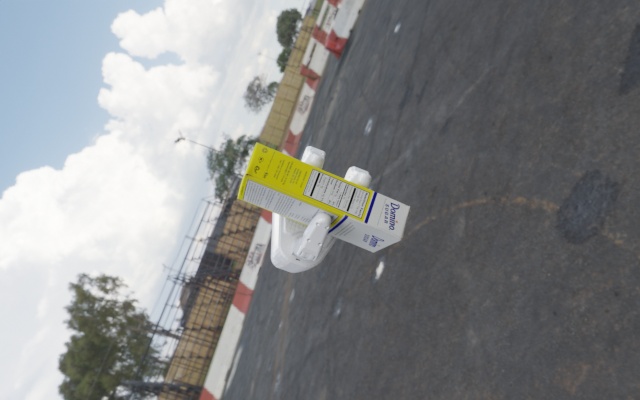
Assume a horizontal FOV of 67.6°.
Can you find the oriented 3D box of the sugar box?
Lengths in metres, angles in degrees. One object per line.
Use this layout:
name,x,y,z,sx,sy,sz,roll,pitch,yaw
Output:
sugar box,0.000,0.001,0.527,0.176,0.048,0.093,20,-18,-8
